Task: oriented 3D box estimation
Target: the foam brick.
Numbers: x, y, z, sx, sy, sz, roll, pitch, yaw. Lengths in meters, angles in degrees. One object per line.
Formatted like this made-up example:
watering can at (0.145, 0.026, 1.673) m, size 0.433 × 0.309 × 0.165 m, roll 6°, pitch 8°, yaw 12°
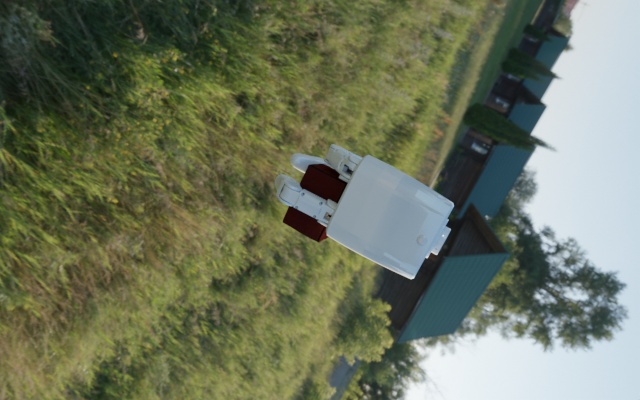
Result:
foam brick at (0.000, 0.002, 0.560) m, size 0.051 × 0.078 × 0.053 m, roll 29°, pitch 14°, yaw 13°
